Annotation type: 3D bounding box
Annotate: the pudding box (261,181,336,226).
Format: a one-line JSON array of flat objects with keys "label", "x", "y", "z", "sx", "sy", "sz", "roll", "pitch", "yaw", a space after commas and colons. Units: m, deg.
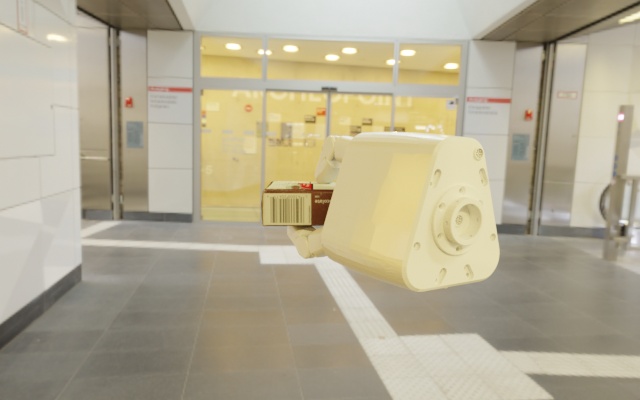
[{"label": "pudding box", "x": 0.000, "y": 0.001, "z": 0.489, "sx": 0.113, "sy": 0.039, "sz": 0.090, "roll": 2, "pitch": 7, "yaw": -1}]
